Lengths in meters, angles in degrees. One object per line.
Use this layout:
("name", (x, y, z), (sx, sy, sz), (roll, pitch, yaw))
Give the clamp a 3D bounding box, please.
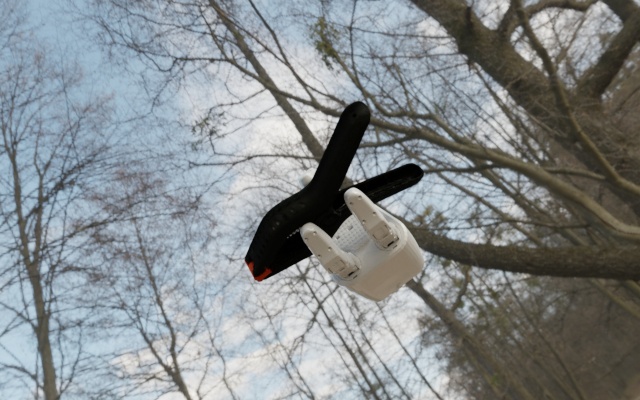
("clamp", (-0.001, 0.001, 0.474), (0.210, 0.036, 0.165), (-38, -33, 5))
